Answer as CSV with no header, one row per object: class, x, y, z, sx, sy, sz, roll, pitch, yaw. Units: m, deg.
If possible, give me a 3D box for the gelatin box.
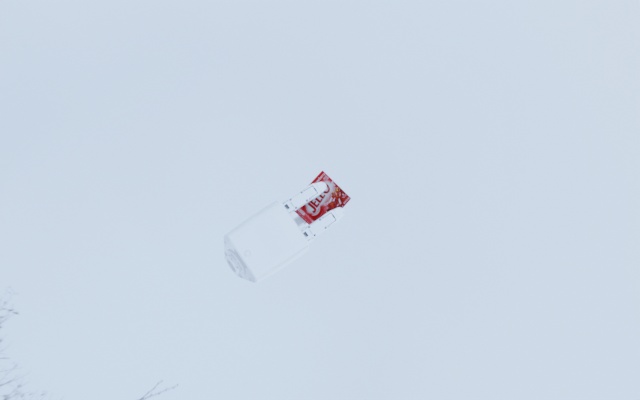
gelatin box,0.000,0.003,0.847,0.089,0.073,0.030,-48,4,-30
